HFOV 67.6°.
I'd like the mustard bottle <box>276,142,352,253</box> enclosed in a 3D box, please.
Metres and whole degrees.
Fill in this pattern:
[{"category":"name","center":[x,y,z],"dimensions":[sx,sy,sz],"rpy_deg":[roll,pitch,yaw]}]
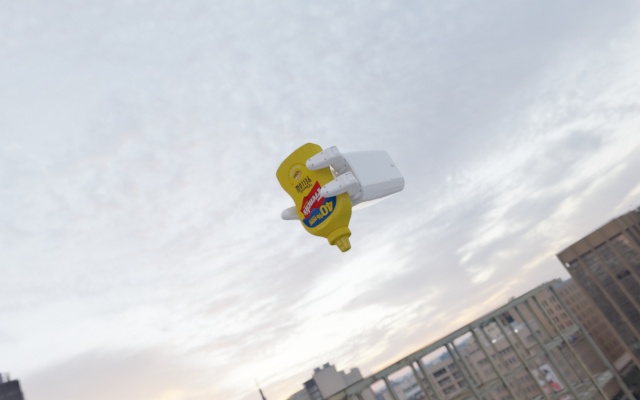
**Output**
[{"category":"mustard bottle","center":[0.000,0.002,0.806],"dimensions":[0.096,0.191,0.058],"rpy_deg":[-40,-24,24]}]
